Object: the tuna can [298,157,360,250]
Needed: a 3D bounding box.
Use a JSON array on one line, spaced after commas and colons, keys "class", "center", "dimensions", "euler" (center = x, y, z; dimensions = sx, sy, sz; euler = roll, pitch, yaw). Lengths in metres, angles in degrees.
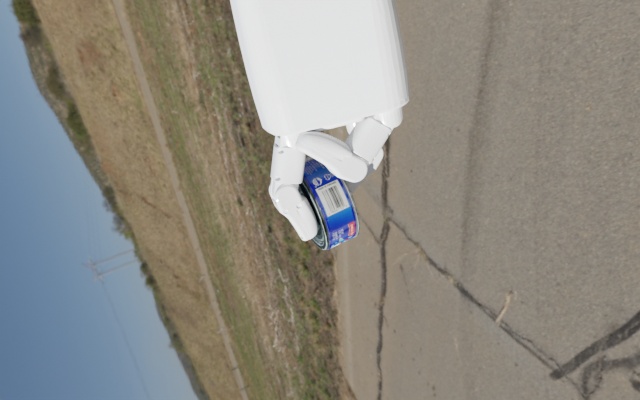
[{"class": "tuna can", "center": [0.000, 0.002, 0.437], "dimensions": [0.034, 0.086, 0.086], "euler": [-25, 7, -15]}]
